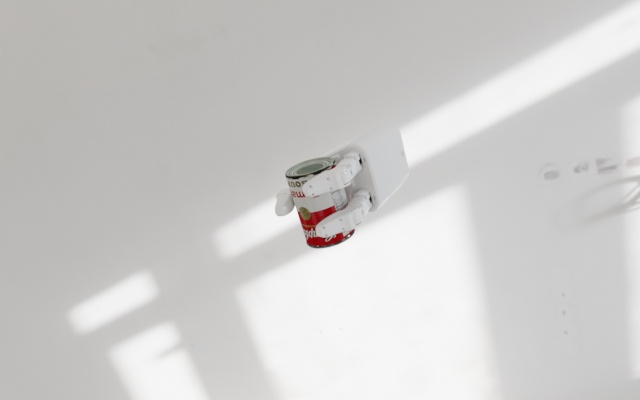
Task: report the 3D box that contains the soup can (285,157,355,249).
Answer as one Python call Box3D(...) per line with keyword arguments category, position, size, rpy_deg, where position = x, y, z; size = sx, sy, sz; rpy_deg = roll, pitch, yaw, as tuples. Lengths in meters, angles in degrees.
Box3D(category="soup can", position=(0.000, 0.002, 0.621), size=(0.068, 0.102, 0.068), rpy_deg=(-15, 20, 5))
